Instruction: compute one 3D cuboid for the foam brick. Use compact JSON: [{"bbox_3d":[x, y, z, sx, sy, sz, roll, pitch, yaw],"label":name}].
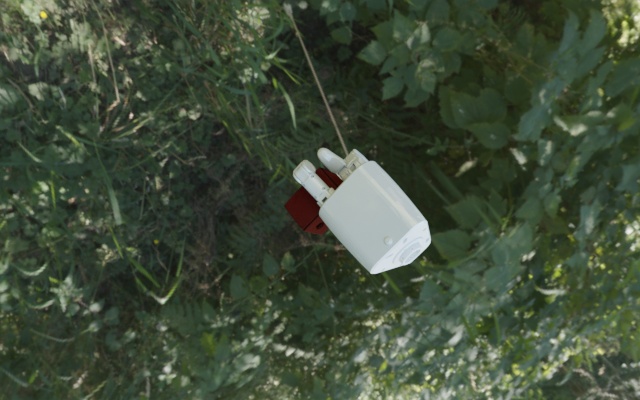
[{"bbox_3d":[0.000,0.002,0.657,0.051,0.078,0.053,50,16,25],"label":"foam brick"}]
